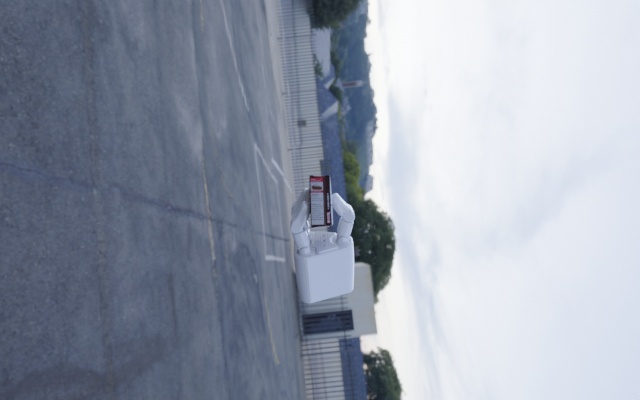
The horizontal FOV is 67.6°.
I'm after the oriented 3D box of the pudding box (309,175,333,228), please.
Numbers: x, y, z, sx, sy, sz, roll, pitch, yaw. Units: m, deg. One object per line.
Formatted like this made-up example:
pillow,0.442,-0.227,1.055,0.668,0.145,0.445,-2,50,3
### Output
pudding box,0.000,0.003,0.849,0.039,0.090,0.113,-3,-2,-1
